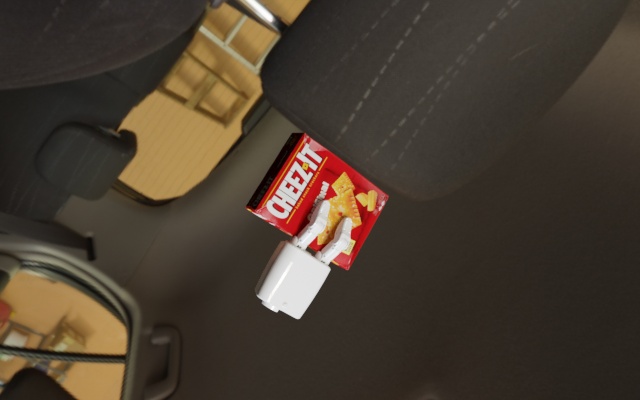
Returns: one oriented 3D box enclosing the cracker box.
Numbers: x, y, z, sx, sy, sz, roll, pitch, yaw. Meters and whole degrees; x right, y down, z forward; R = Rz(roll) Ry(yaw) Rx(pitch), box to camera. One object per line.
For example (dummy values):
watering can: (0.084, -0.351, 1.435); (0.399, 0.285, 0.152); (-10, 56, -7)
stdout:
cracker box: (0.000, 0.003, 0.871); (0.214, 0.164, 0.072); (35, -9, -24)
